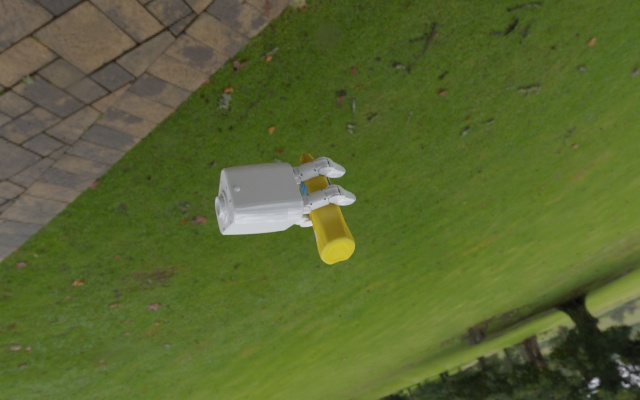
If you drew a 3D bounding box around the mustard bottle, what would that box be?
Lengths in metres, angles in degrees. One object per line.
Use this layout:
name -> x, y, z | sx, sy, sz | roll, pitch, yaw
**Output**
mustard bottle -> 0.001, 0.003, 0.789 | 0.058, 0.191, 0.096 | -18, -27, -3
